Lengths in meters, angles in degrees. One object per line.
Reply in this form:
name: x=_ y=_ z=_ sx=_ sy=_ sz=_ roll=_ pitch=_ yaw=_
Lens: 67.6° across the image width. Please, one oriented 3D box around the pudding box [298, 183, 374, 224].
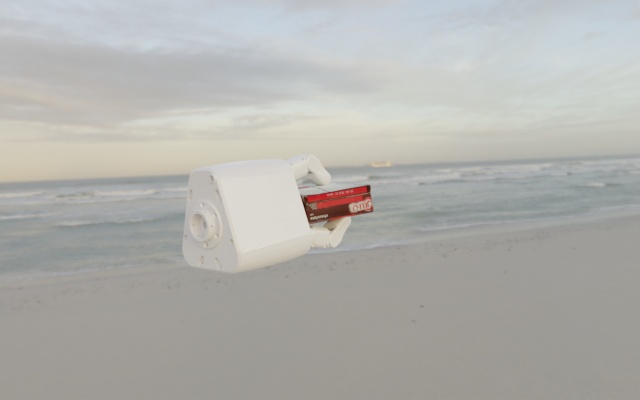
pudding box: x=0.000 y=0.002 z=0.598 sx=0.090 sy=0.039 sz=0.113 roll=-9 pitch=8 yaw=-23
